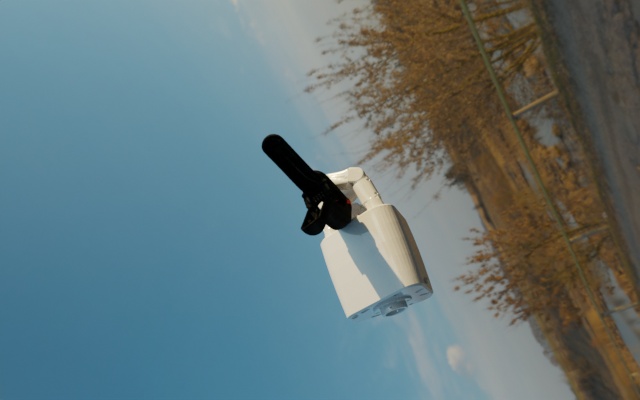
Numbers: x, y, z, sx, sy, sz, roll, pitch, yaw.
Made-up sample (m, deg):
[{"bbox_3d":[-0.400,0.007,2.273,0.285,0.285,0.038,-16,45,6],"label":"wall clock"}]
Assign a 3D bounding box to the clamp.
[{"bbox_3d":[0.000,0.002,0.547,0.039,0.120,0.171,-28,-29,19],"label":"clamp"}]
